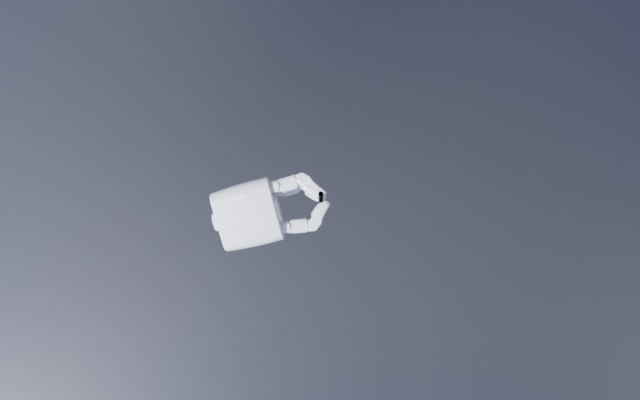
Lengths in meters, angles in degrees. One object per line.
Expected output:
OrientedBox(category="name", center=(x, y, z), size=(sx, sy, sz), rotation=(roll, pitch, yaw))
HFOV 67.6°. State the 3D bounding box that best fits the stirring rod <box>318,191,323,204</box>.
OrientedBox(category="stirring rod", center=(0.000, 0.003, 0.865), size=(0.011, 0.011, 0.239), rotation=(0, -6, 0))
